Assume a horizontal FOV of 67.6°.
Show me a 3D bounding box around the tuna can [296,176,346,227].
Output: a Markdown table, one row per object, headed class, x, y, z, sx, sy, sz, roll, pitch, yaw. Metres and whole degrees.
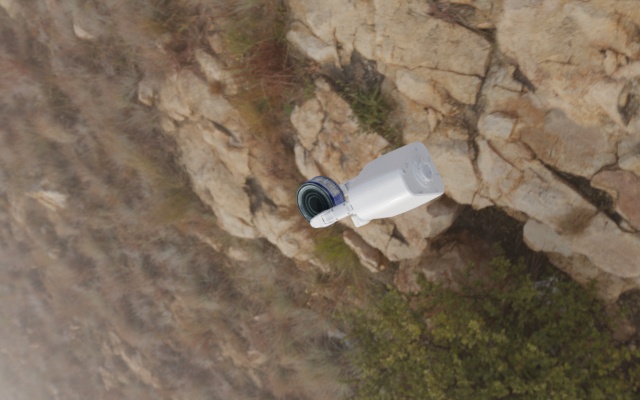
| class | x | y | z | sx | sy | sz | roll | pitch | yaw |
| --- | --- | --- | --- | --- | --- | --- | --- | --- | --- |
| tuna can | 0.000 | 0.003 | 0.824 | 0.086 | 0.086 | 0.033 | 0 | 22 | 41 |
